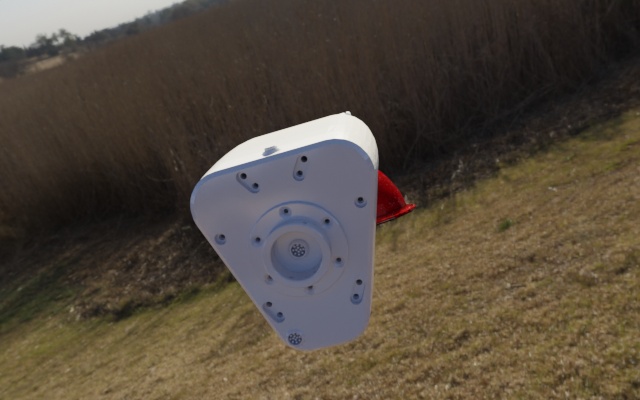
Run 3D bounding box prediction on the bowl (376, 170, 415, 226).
[{"bbox_3d":[0.000,0.001,0.433,0.162,0.055,0.162,-15,1,0],"label":"bowl"}]
